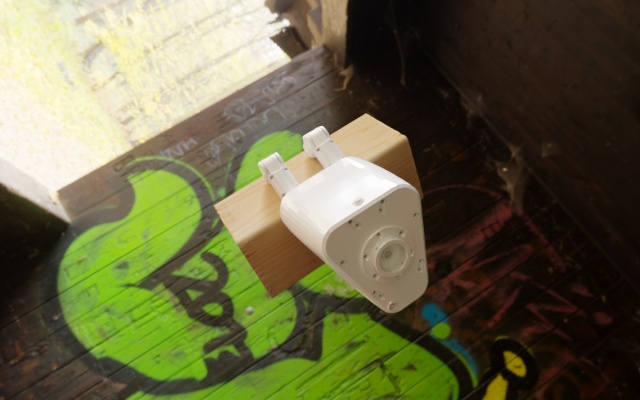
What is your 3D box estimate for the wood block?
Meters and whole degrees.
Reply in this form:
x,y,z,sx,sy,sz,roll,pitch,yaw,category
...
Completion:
x,y,z,sx,sy,sz,roll,pitch,yaw,category
0.000,0.002,0.537,0.206,0.091,0.090,-32,37,-10,wood block
